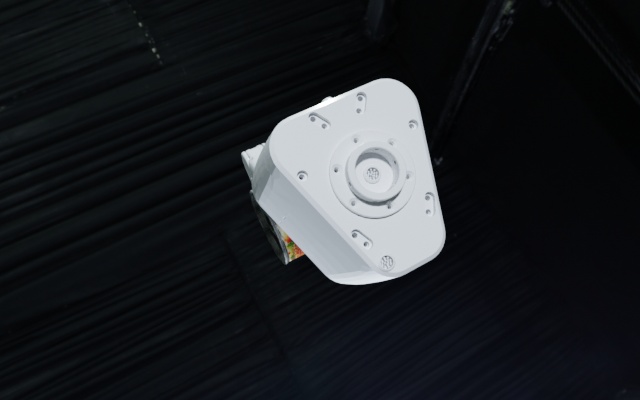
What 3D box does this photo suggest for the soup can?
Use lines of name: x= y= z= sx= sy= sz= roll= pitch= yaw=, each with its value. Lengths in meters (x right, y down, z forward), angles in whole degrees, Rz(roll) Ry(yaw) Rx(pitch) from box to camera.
soup can: x=0.000 y=0.001 z=0.408 sx=0.102 sy=0.068 sz=0.068 roll=-26 pitch=7 yaw=-14
